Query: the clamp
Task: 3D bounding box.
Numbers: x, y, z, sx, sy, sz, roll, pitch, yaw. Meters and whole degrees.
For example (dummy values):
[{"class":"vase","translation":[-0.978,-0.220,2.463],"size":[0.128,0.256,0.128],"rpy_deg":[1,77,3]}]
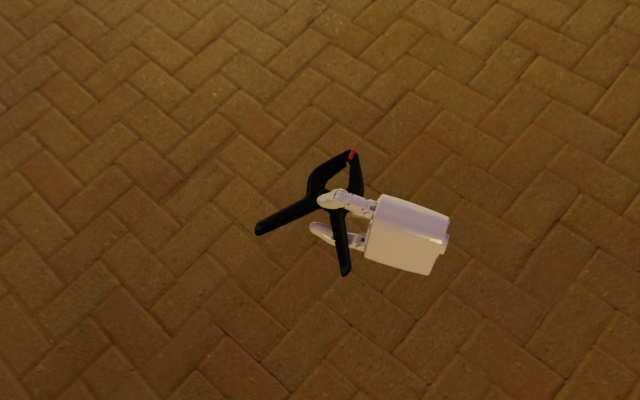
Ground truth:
[{"class":"clamp","translation":[0.001,0.002,0.769],"size":[0.164,0.210,0.036],"rpy_deg":[18,-23,9]}]
